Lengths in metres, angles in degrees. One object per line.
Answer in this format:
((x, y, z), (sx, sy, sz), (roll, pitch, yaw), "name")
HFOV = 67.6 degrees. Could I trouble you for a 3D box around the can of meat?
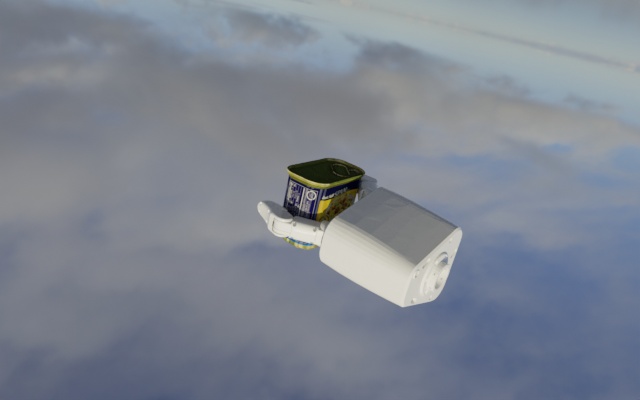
((0.000, 0.002, 0.566), (0.057, 0.084, 0.102), (26, 26, 30), "can of meat")
